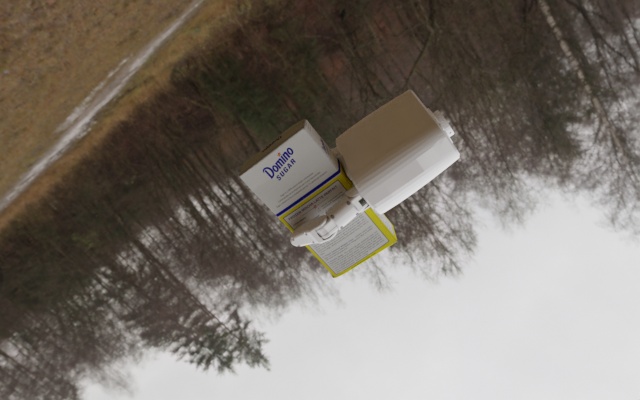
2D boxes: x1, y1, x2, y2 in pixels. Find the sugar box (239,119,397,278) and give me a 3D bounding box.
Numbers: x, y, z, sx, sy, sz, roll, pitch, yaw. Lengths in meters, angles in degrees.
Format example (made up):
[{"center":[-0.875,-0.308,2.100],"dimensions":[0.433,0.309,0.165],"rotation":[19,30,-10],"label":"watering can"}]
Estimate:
[{"center":[0.000,0.002,0.551],"dimensions":[0.093,0.176,0.048],"rotation":[-34,20,15],"label":"sugar box"}]
